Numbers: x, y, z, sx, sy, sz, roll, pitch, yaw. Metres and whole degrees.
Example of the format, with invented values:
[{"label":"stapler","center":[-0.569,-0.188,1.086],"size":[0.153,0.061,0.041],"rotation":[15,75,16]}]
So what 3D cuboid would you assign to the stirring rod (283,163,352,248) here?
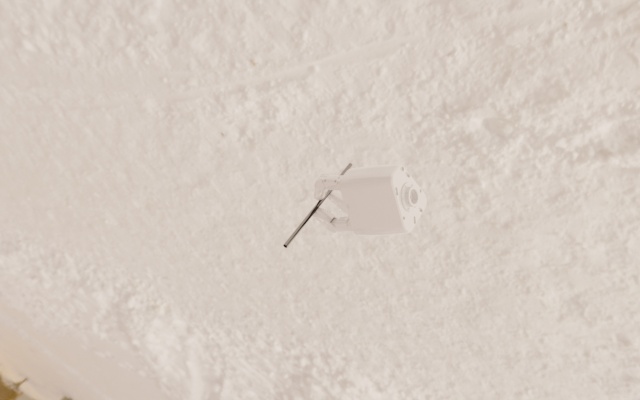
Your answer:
[{"label":"stirring rod","center":[0.000,0.003,0.884],"size":[0.011,0.011,0.239],"rotation":[0,39,40]}]
